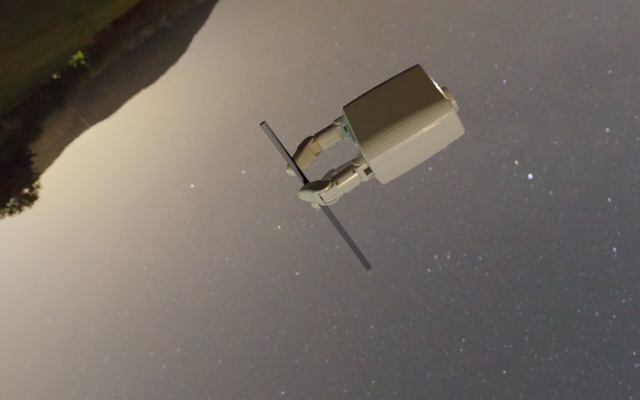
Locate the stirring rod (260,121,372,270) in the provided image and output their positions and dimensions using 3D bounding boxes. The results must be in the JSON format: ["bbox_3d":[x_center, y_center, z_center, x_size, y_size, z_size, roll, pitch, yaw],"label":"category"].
[{"bbox_3d":[0.000,0.002,0.580,0.011,0.240,0.011,-29,26,16],"label":"stirring rod"}]
